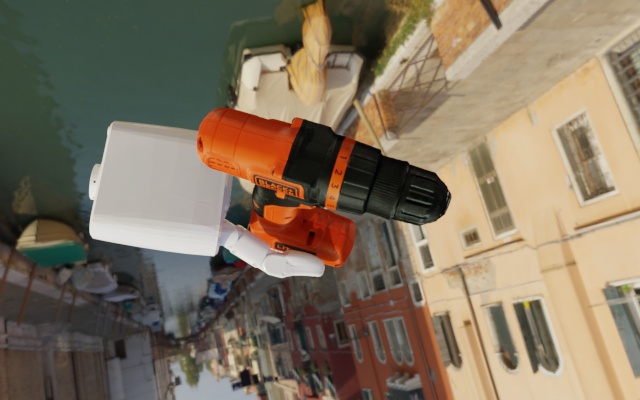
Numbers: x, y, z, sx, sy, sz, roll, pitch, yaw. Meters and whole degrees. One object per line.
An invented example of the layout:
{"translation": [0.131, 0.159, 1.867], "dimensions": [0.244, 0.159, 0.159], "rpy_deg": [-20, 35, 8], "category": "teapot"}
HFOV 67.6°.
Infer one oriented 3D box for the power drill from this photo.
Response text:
{"translation": [0.000, 0.001, 0.405], "dimensions": [0.184, 0.057, 0.188], "rpy_deg": [19, -23, 6], "category": "power drill"}
